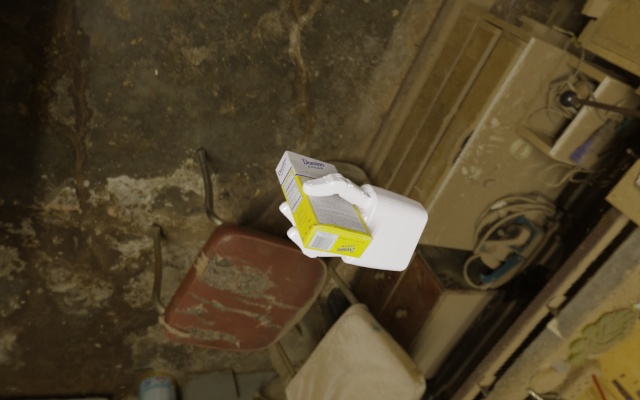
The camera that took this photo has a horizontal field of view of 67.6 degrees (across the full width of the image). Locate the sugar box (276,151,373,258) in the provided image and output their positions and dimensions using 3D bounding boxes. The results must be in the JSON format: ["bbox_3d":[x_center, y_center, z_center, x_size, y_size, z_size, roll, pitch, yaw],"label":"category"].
[{"bbox_3d":[0.000,0.003,0.689,0.093,0.048,0.176,15,29,-29],"label":"sugar box"}]
